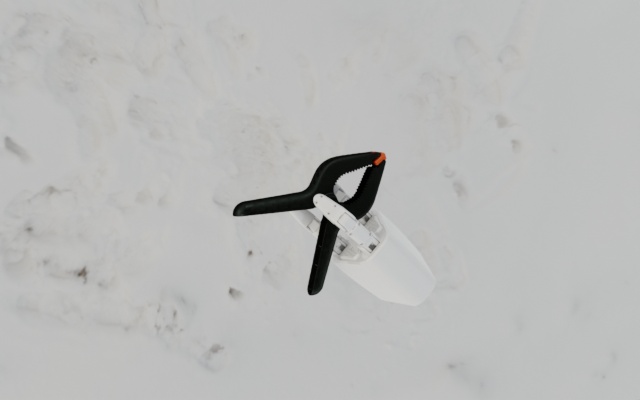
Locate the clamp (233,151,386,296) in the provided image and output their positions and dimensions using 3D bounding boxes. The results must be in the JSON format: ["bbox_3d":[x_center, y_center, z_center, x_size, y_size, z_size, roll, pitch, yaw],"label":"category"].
[{"bbox_3d":[0.001,0.002,0.632,0.164,0.210,0.036,42,-5,-20],"label":"clamp"}]
